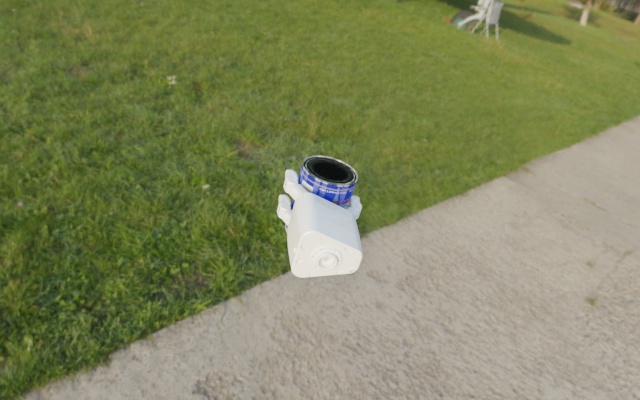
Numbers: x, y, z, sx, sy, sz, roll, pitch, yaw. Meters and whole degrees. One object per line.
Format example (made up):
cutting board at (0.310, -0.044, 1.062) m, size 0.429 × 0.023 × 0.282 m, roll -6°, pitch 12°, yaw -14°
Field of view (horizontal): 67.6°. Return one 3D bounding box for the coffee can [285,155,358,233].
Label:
coffee can at (0.000, 0.003, 0.875) m, size 0.103 × 0.140 × 0.102 m, roll 13°, pitch 30°, yaw -8°
